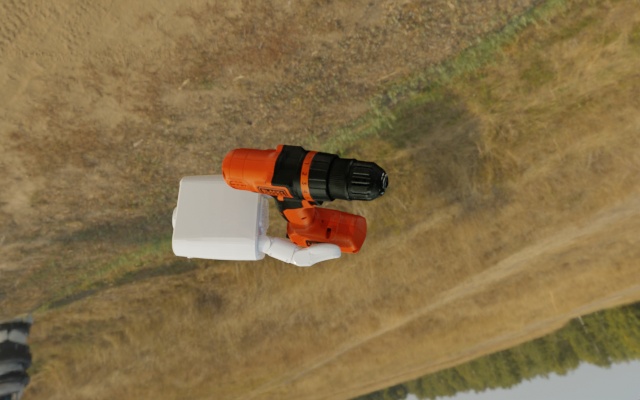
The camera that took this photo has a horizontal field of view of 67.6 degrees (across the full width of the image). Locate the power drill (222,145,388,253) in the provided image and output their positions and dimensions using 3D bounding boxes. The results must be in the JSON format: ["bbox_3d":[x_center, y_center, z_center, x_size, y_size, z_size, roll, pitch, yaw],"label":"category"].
[{"bbox_3d":[0.000,0.002,0.561,0.184,0.057,0.188,9,-25,22],"label":"power drill"}]
